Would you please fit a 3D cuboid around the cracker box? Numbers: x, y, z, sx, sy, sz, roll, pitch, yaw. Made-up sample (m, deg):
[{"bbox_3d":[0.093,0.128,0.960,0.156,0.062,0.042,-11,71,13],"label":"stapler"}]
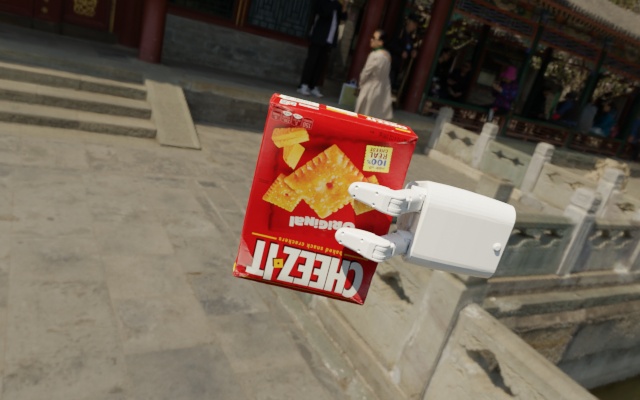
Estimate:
[{"bbox_3d":[0.000,0.002,0.556,0.164,0.214,0.072,14,18,-4],"label":"cracker box"}]
